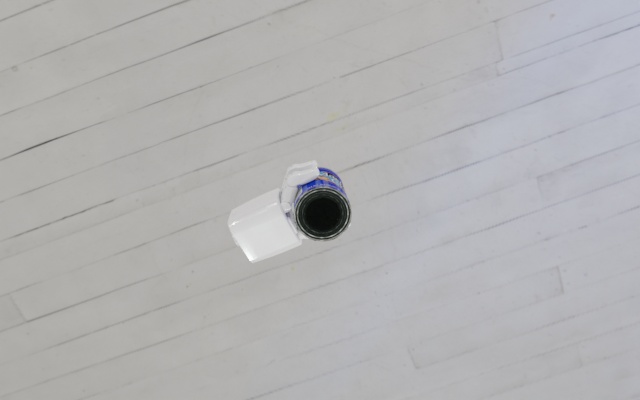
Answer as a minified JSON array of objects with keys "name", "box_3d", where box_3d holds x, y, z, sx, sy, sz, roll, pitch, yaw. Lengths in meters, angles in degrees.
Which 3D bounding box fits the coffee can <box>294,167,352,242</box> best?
[{"name":"coffee can","box_3d":[0.000,0.003,0.897,0.103,0.103,0.140,0,18,-4]}]
